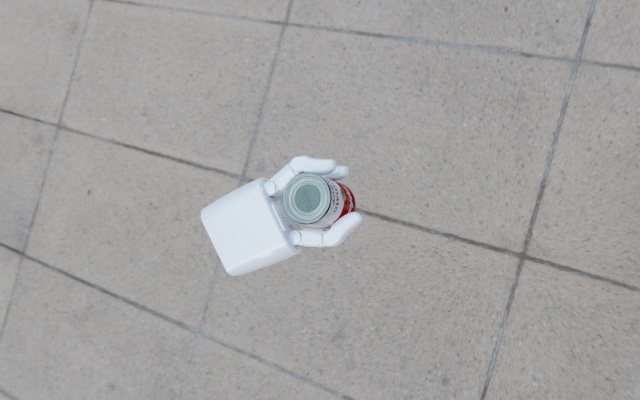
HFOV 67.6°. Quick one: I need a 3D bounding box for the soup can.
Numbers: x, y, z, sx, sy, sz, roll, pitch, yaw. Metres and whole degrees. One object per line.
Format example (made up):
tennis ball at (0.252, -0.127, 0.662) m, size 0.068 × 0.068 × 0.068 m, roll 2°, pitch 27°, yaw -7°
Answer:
soup can at (0.000, 0.002, 0.638) m, size 0.068 × 0.068 × 0.102 m, roll 0°, pitch -6°, yaw 21°
